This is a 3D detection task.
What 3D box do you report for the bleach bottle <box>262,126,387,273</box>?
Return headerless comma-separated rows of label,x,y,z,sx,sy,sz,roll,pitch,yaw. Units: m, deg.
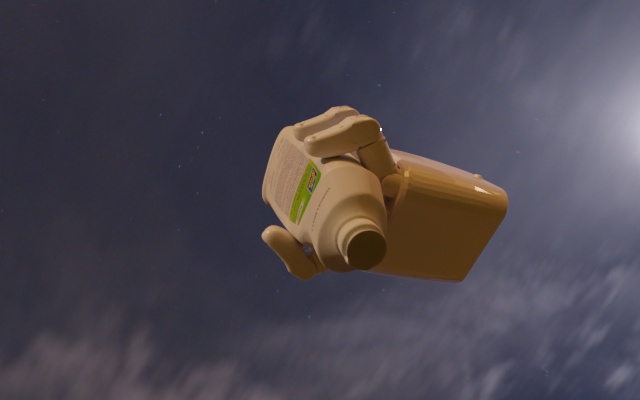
bleach bottle,0.000,0.001,0.426,0.068,0.102,0.250,11,15,-17
